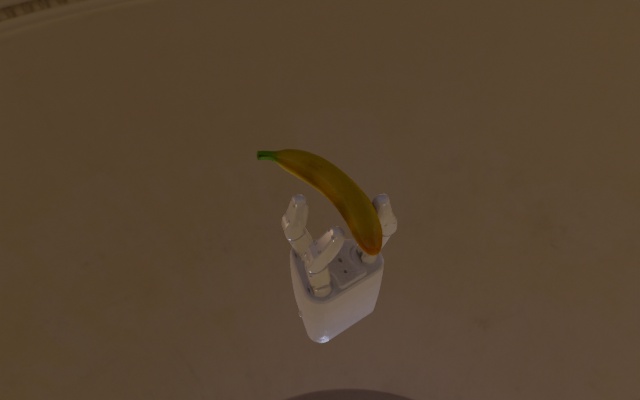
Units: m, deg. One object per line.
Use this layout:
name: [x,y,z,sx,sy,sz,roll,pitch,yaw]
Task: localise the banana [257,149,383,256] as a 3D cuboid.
banana: [0.011,-0.009,0.555,0.069,0.037,0.197,-32,55,-31]
